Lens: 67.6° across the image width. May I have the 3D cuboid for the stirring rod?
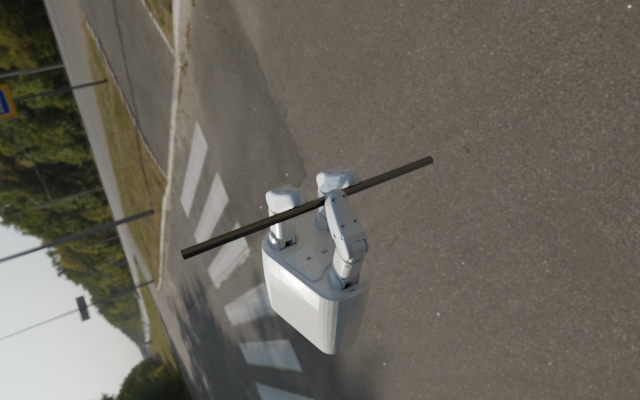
[{"bbox_3d":[0.000,0.001,0.405,0.239,0.011,0.011,-21,8,-22],"label":"stirring rod"}]
